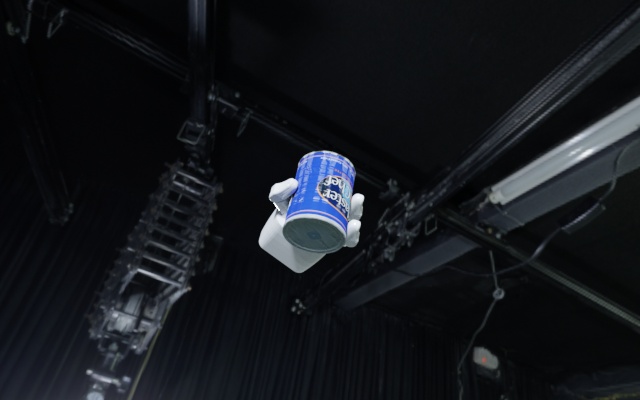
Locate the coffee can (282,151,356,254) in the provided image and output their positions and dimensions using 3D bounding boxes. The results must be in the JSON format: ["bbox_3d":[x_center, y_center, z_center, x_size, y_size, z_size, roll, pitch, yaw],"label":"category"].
[{"bbox_3d":[0.000,0.003,0.796,0.103,0.140,0.103,7,-37,6],"label":"coffee can"}]
